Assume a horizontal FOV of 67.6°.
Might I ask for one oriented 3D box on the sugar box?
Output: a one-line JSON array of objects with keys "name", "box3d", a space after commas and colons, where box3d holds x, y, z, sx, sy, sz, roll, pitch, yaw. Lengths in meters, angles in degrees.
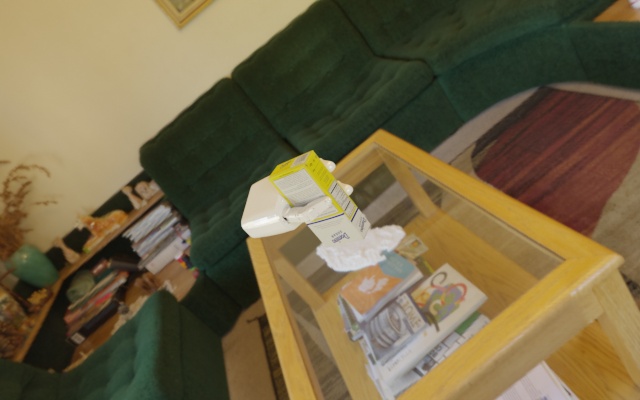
[{"name": "sugar box", "box3d": [0.000, 0.002, 0.833, 0.093, 0.176, 0.048, -17, 33, 41]}]
